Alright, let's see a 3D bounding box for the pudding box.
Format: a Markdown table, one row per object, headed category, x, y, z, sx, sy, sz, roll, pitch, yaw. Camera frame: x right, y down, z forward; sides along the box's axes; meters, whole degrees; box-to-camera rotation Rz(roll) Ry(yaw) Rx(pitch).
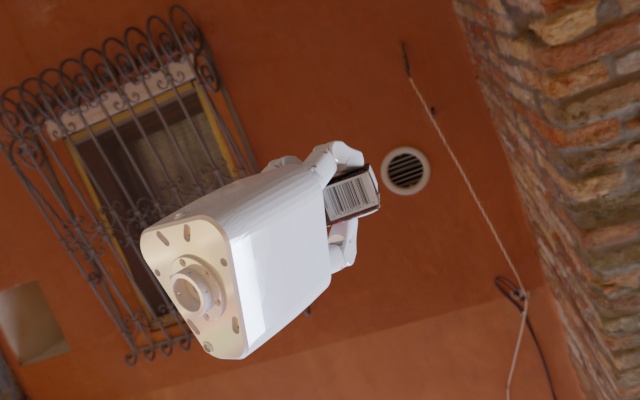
| category | x | y | z | sx | sy | sz | roll | pitch | yaw |
| --- | --- | --- | --- | --- | --- | --- | --- | --- | --- |
| pudding box | 0.000 | 0.002 | 0.458 | 0.113 | 0.039 | 0.090 | -18 | 7 | 9 |
